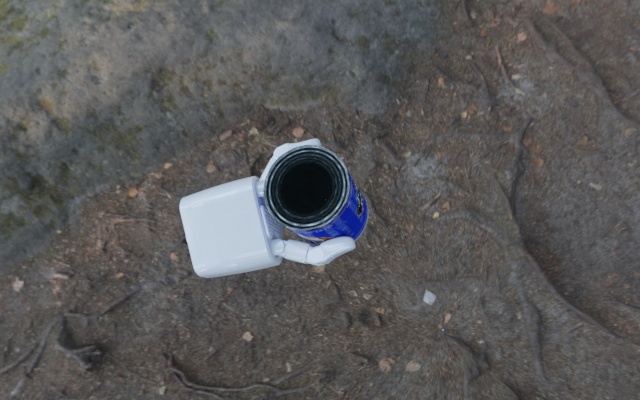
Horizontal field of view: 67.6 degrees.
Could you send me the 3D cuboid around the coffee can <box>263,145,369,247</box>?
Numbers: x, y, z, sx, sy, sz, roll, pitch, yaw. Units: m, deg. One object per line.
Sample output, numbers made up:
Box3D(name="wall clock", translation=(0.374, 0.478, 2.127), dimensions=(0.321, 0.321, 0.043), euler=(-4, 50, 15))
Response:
Box3D(name="coffee can", translation=(0.000, 0.002, 0.606), dimensions=(0.103, 0.102, 0.140), euler=(0, -15, 15))
